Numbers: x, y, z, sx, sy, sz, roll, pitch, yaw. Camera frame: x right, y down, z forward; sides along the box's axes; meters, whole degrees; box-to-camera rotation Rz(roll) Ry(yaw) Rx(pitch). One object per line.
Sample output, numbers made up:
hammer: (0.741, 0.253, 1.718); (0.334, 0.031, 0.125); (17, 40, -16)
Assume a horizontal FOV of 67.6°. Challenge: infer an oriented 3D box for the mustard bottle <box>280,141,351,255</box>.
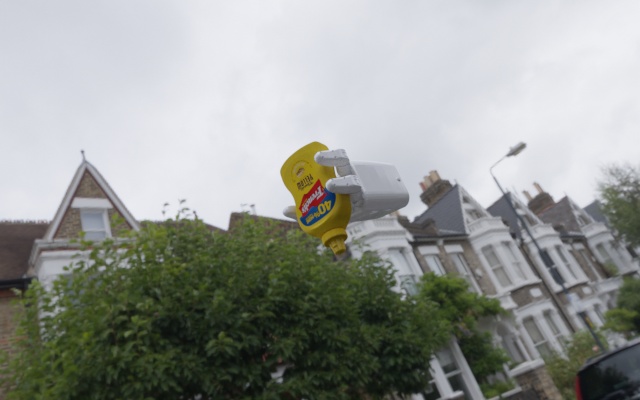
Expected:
mustard bottle: (0.000, 0.002, 0.786); (0.096, 0.191, 0.058); (-36, -30, 24)
